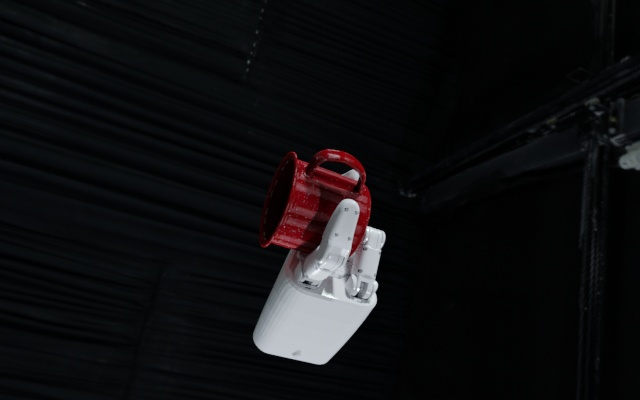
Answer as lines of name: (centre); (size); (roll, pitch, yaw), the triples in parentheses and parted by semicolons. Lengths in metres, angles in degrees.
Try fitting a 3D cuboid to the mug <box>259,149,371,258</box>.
mug: (0.001, 0.000, 0.451); (0.081, 0.117, 0.093); (18, 35, -18)
